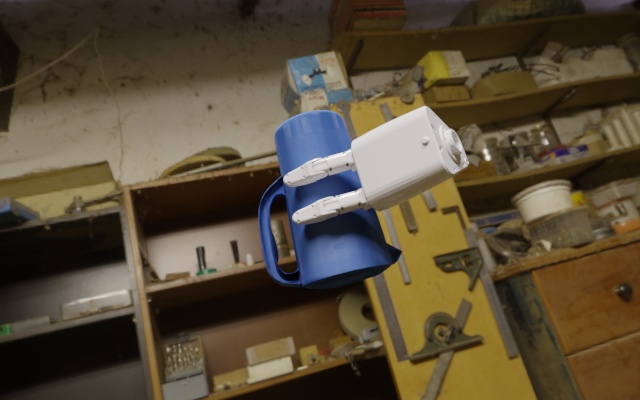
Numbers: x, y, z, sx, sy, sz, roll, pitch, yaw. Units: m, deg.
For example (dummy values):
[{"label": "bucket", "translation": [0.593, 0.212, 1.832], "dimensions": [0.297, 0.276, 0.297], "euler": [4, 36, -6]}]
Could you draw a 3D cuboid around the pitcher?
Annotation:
[{"label": "pitcher", "translation": [0.000, 0.002, 0.677], "dimensions": [0.145, 0.242, 0.149], "euler": [-26, -20, 33]}]
